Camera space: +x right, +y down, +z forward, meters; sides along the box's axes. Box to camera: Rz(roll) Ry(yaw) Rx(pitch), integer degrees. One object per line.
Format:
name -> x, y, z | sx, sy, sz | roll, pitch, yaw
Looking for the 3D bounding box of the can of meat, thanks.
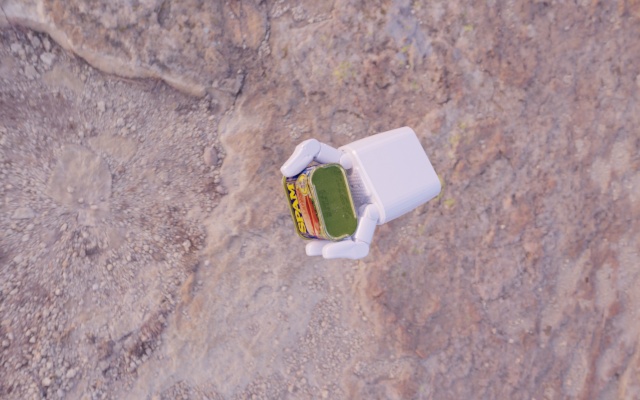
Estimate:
can of meat -> 0.000, 0.002, 0.620 | 0.057, 0.102, 0.084 | -19, 8, -26
